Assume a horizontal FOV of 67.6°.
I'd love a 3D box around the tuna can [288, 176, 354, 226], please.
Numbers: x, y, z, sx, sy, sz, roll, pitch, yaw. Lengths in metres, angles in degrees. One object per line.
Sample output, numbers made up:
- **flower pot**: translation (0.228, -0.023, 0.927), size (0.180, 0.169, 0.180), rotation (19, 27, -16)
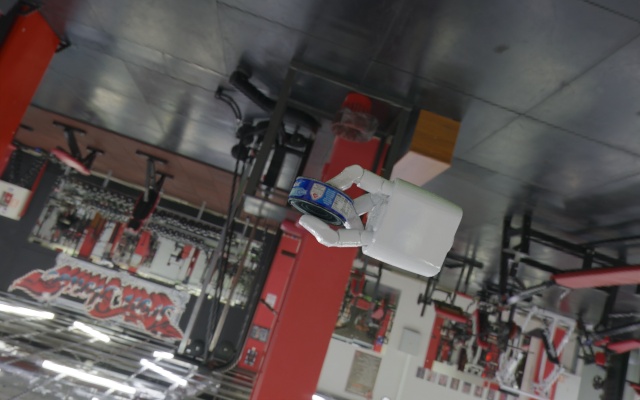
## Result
- **tuna can**: translation (0.000, 0.003, 0.644), size (0.086, 0.033, 0.086), rotation (23, -14, 6)
